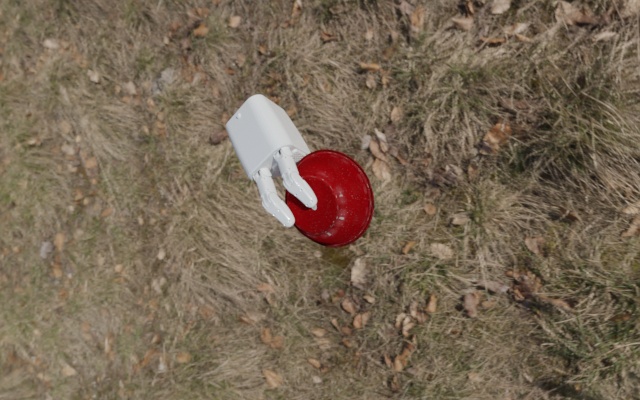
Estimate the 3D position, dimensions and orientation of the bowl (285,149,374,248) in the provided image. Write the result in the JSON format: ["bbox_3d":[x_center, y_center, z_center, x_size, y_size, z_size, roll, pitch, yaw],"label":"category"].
[{"bbox_3d":[0.001,0.003,0.749,0.162,0.162,0.055,0,11,31],"label":"bowl"}]
